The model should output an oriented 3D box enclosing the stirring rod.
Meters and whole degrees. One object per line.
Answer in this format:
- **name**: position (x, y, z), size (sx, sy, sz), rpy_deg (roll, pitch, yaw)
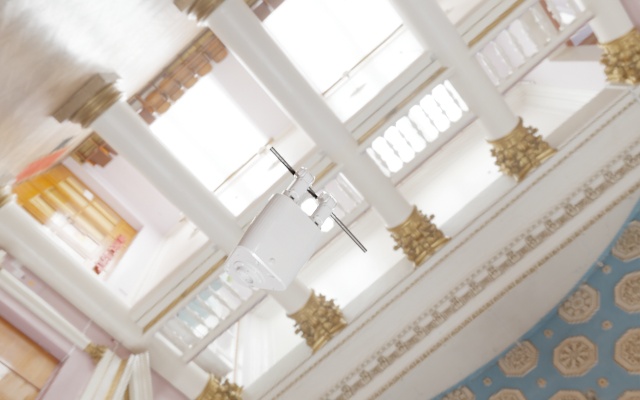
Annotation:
- **stirring rod**: position (0.000, 0.003, 0.783), size (0.011, 0.239, 0.011), rpy_deg (-38, 18, 14)
